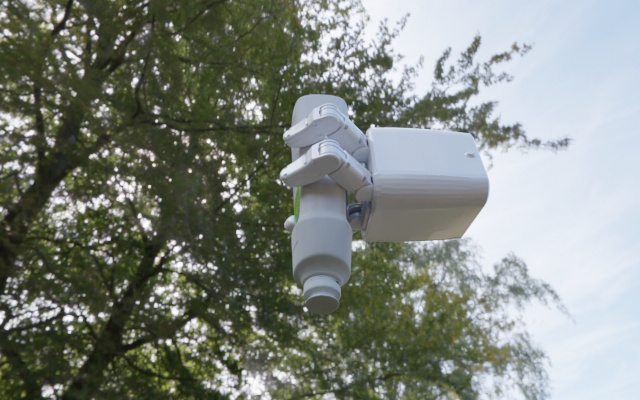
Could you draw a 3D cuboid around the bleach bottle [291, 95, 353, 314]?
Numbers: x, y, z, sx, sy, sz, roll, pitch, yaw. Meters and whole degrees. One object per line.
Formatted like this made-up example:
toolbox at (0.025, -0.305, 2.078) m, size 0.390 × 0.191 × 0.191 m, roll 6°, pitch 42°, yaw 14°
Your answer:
bleach bottle at (0.000, 0.001, 0.480) m, size 0.068 × 0.250 × 0.103 m, roll 1°, pitch -44°, yaw -2°
